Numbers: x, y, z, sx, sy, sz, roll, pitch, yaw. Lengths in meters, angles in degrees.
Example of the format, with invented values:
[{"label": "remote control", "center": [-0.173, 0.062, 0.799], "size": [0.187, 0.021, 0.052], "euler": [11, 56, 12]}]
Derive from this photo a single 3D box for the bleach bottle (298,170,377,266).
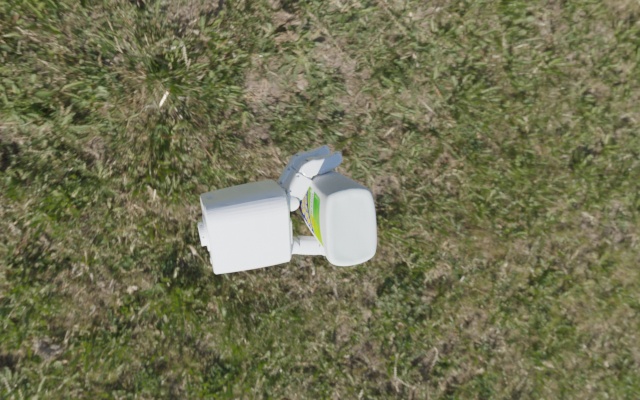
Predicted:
[{"label": "bleach bottle", "center": [0.000, 0.002, 0.685], "size": [0.068, 0.102, 0.250], "euler": [-8, 16, -16]}]
